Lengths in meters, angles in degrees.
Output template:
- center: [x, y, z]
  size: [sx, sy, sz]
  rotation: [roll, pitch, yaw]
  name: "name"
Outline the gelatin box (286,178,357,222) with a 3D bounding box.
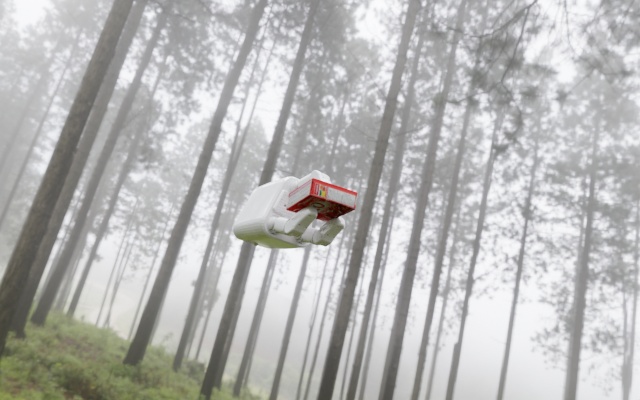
- center: [0.000, 0.002, 0.699]
  size: [0.073, 0.030, 0.089]
  rotation: [18, -23, -22]
  name: "gelatin box"
